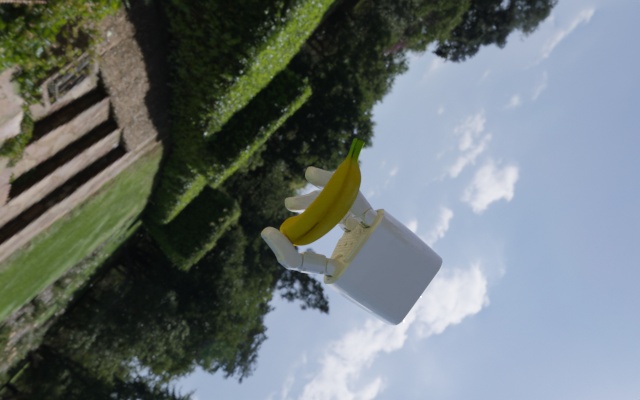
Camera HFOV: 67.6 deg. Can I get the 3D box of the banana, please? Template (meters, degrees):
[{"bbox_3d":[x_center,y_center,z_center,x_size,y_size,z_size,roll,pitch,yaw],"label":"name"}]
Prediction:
[{"bbox_3d":[-0.003,0.013,0.545,0.037,0.069,0.198,31,-42,-13],"label":"banana"}]
